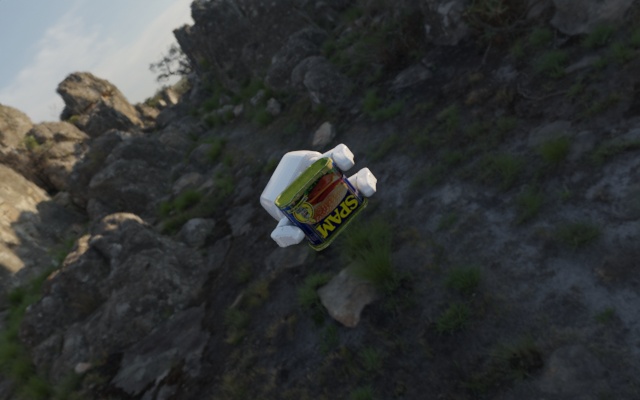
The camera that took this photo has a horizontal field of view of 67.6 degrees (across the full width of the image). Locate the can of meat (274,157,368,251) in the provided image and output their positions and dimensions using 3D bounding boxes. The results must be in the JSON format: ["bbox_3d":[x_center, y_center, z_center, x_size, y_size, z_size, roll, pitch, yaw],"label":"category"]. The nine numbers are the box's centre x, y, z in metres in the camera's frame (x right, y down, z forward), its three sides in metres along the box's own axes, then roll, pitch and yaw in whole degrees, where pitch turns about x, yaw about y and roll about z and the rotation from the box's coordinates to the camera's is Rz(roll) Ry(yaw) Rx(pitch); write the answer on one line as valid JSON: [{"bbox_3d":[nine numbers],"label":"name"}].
[{"bbox_3d":[0.000,0.002,0.655,0.102,0.084,0.057,-45,21,-9],"label":"can of meat"}]
